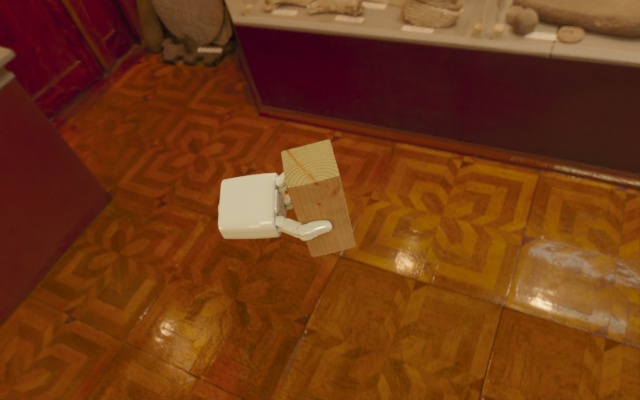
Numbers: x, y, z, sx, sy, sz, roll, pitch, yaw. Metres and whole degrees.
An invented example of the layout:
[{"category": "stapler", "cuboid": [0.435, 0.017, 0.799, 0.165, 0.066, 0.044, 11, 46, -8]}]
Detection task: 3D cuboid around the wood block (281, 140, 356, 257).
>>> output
[{"category": "wood block", "cuboid": [0.000, 0.003, 0.866, 0.090, 0.090, 0.206, -14, -40, 2]}]
